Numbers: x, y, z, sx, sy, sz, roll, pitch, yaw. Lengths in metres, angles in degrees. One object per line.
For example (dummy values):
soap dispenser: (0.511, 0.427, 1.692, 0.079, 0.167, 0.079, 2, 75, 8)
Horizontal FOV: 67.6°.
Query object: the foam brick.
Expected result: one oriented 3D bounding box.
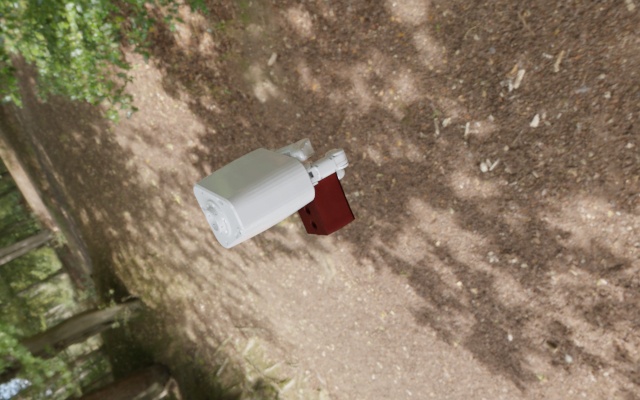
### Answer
foam brick: (0.000, 0.002, 0.641, 0.051, 0.078, 0.053, -32, 17, -30)
